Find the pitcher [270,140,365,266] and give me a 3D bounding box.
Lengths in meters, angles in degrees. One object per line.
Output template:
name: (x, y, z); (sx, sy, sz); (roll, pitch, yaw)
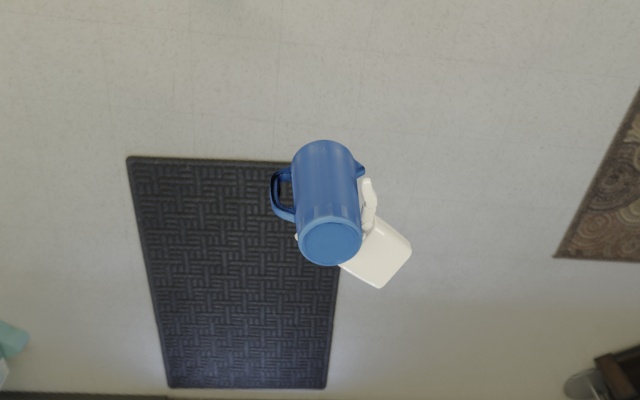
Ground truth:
pitcher: (0.000, 0.003, 0.875); (0.145, 0.149, 0.242); (37, 26, -25)
